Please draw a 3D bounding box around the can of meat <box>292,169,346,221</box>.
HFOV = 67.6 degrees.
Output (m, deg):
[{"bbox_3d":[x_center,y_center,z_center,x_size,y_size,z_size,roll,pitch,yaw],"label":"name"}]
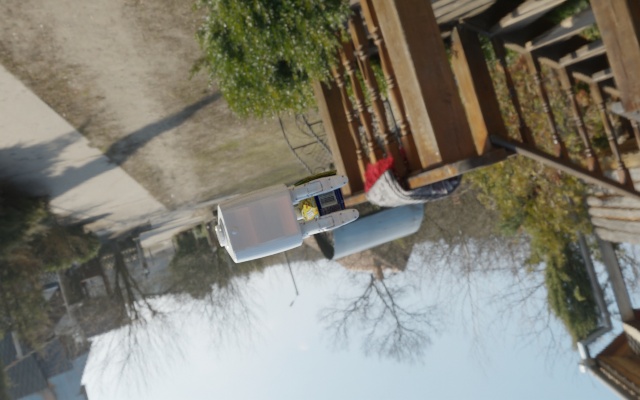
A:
[{"bbox_3d":[0.000,0.003,0.773,0.057,0.084,0.102,-16,-2,-20],"label":"can of meat"}]
